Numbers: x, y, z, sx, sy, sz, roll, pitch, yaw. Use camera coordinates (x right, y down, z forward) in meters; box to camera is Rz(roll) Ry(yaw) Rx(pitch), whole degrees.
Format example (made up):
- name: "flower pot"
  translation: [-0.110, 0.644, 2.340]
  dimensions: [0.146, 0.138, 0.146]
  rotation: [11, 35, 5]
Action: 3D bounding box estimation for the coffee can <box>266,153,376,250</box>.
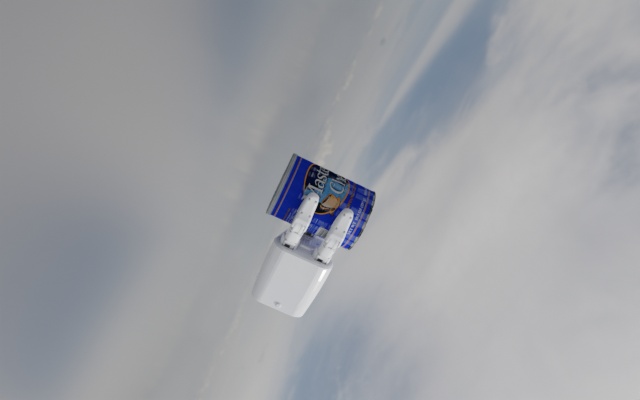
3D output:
- name: "coffee can"
  translation: [0.000, 0.002, 0.740]
  dimensions: [0.140, 0.103, 0.103]
  rotation: [25, -3, -6]
